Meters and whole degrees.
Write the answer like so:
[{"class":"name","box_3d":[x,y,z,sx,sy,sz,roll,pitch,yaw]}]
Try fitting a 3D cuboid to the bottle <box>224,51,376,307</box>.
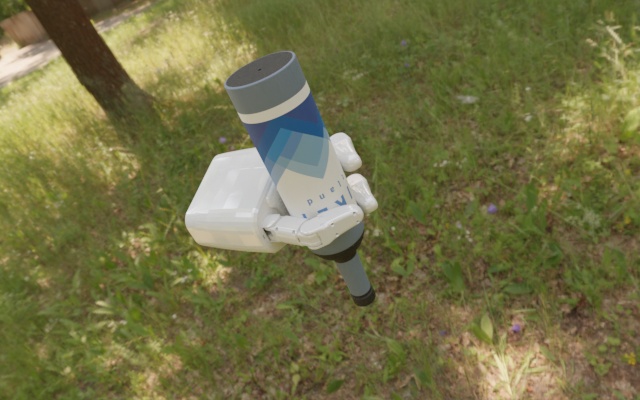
[{"class":"bottle","box_3d":[0.000,0.001,0.483,0.069,0.296,0.069,-17,33,12]}]
